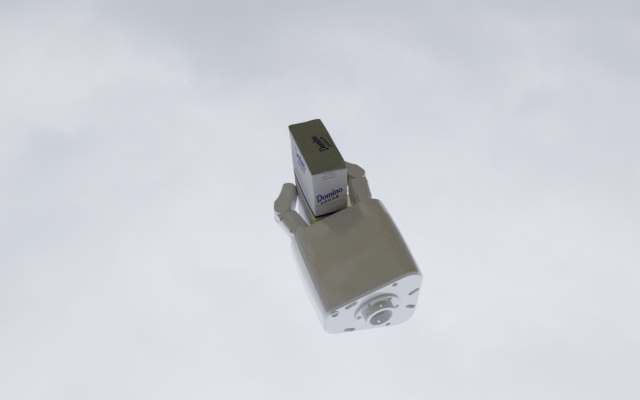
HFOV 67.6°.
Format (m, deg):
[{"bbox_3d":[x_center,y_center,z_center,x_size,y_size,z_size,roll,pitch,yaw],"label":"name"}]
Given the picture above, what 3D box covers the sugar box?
[{"bbox_3d":[0.001,0.002,0.569,0.048,0.176,0.093,-13,46,-13],"label":"sugar box"}]
